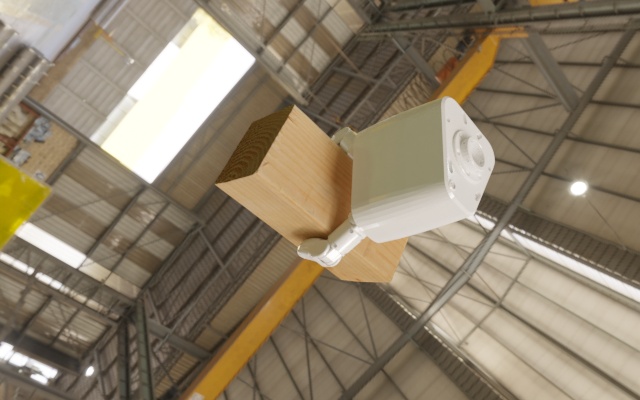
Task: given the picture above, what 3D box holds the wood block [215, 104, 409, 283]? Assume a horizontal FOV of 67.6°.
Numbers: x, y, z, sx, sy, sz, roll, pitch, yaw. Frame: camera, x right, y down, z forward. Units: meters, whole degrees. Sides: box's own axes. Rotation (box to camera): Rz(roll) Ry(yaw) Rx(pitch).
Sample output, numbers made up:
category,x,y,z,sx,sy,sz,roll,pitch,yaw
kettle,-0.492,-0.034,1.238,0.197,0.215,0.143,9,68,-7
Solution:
category,x,y,z,sx,sy,sz,roll,pitch,yaw
wood block,0.000,0.002,0.536,0.206,0.090,0.090,40,-28,-28
